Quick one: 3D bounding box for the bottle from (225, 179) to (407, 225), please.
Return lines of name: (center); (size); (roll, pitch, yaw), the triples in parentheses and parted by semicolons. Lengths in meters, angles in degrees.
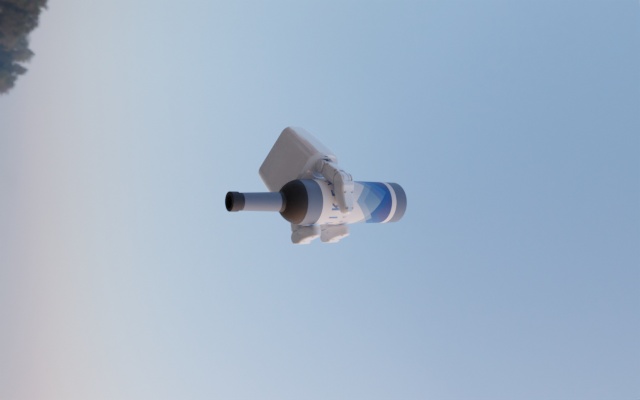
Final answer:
bottle: (0.000, 0.002, 0.710); (0.296, 0.069, 0.069); (0, 0, -35)
